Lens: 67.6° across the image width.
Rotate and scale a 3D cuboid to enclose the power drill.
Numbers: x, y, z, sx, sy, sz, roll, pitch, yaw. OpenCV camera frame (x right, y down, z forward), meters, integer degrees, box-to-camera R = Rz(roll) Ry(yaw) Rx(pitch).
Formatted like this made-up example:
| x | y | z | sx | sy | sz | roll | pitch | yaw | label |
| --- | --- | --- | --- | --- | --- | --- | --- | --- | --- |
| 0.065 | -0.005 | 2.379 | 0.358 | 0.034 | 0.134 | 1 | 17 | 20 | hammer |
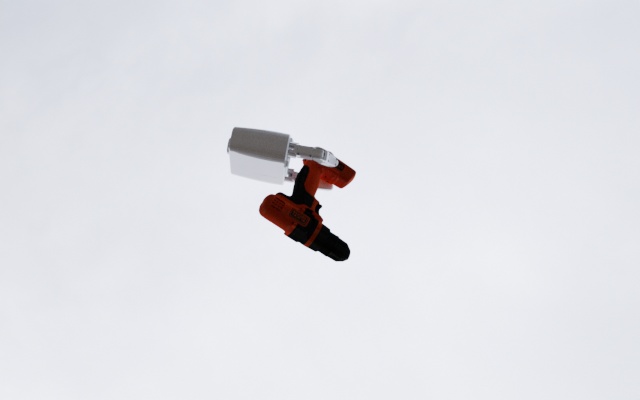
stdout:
| x | y | z | sx | sy | sz | roll | pitch | yaw | label |
| --- | --- | --- | --- | --- | --- | --- | --- | --- | --- |
| 0.000 | 0.002 | 0.885 | 0.184 | 0.187 | 0.057 | 34 | -37 | -9 | power drill |
